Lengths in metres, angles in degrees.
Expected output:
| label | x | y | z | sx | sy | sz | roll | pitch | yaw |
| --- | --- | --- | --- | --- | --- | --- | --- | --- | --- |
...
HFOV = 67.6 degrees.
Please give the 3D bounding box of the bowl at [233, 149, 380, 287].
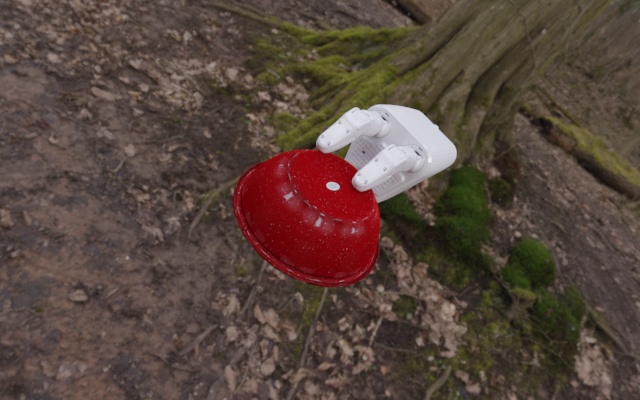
| label | x | y | z | sx | sy | sz | roll | pitch | yaw |
| --- | --- | --- | --- | --- | --- | --- | --- | --- | --- |
| bowl | 0.000 | 0.002 | 0.463 | 0.162 | 0.162 | 0.055 | 0 | -40 | -34 |
